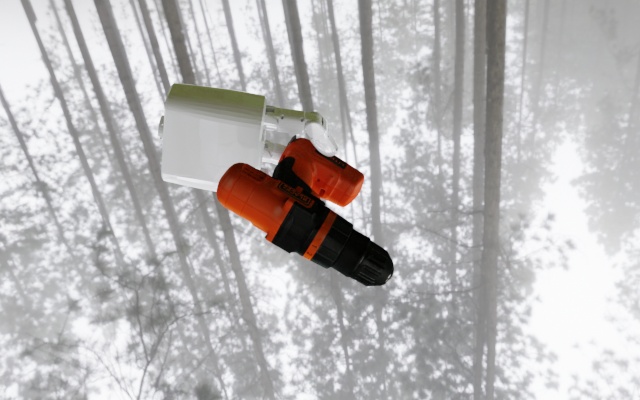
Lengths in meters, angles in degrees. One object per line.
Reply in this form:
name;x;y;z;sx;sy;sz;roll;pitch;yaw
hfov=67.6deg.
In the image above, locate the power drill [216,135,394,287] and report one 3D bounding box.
power drill;0.000;0.001;0.512;0.184;0.057;0.187;32;21;-2
